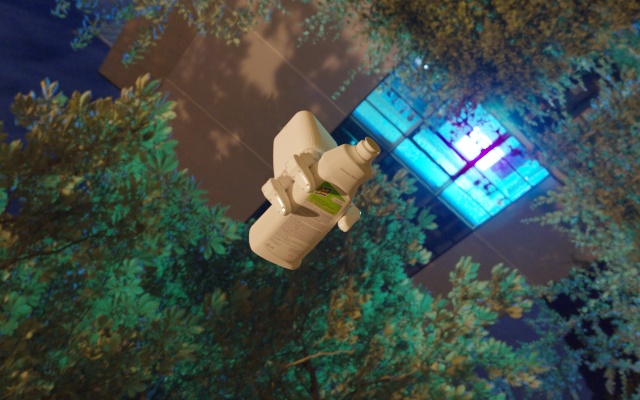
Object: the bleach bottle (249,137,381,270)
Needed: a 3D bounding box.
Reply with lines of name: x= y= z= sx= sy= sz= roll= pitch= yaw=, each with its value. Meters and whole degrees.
bleach bottle: x=0.000 y=0.002 z=0.727 sx=0.102 sy=0.068 sz=0.251 roll=28 pitch=-57 yaw=-30
